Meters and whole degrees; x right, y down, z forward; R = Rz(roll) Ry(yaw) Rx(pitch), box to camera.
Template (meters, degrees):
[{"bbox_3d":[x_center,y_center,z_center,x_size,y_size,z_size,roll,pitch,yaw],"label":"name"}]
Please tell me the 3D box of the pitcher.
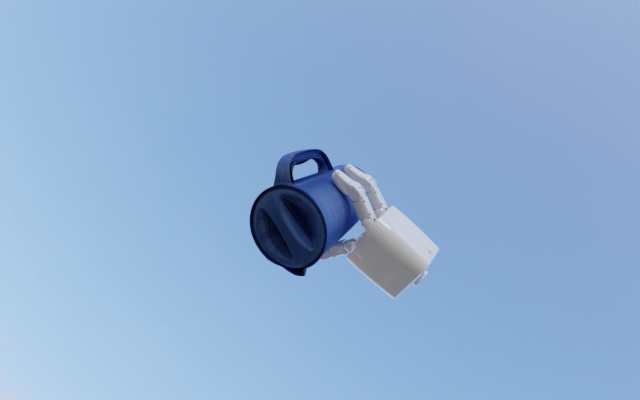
[{"bbox_3d":[0.000,0.003,0.799,0.145,0.149,0.242,42,29,10],"label":"pitcher"}]
